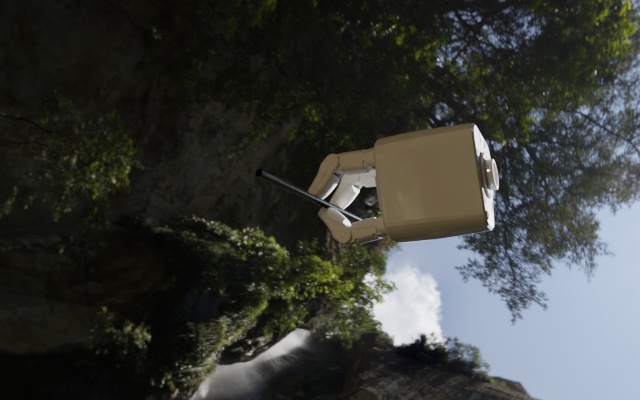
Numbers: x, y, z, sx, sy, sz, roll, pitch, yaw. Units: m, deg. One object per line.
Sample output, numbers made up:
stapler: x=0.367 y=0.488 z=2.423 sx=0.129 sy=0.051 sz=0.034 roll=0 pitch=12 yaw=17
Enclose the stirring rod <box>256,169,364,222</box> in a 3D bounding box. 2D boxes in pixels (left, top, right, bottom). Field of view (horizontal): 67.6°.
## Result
stirring rod: x=0.000 y=0.002 z=0.555 sx=0.011 sy=0.011 sz=0.239 roll=0 pitch=-14 yaw=30
